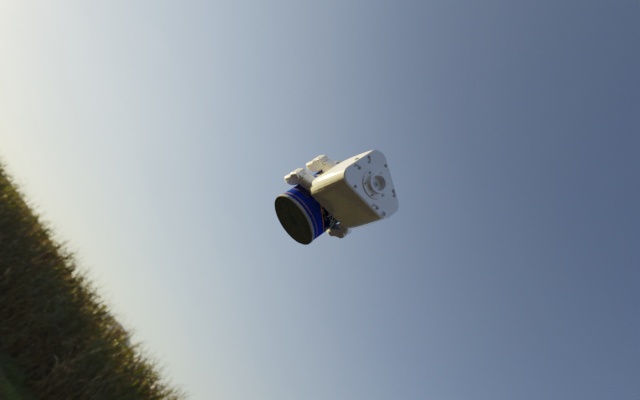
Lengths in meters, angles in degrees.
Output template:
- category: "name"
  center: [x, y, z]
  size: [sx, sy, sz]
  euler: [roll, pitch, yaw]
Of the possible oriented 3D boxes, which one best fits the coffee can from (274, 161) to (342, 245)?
- category: "coffee can"
  center: [0.000, 0.003, 0.888]
  size: [0.140, 0.103, 0.103]
  euler: [-34, 18, -30]
